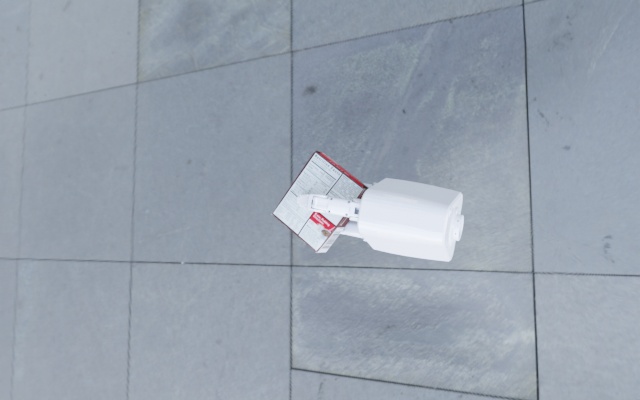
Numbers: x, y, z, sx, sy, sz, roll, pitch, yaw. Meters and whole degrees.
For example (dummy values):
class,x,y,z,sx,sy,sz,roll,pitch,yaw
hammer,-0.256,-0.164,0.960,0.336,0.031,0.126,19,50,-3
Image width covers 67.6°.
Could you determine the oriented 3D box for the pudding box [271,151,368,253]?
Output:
class,x,y,z,sx,sy,sz,roll,pitch,yaw
pudding box,0.000,0.002,0.656,0.090,0.113,0.039,40,10,18
